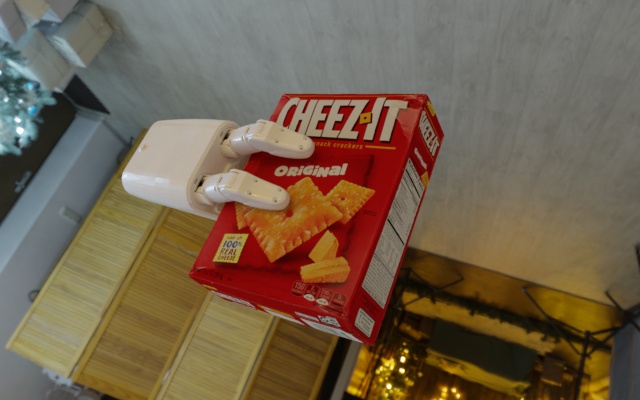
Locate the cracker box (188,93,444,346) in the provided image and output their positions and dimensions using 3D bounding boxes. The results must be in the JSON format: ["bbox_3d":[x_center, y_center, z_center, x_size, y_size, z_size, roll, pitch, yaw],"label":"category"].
[{"bbox_3d":[0.000,0.002,0.438,0.164,0.213,0.072,9,-26,32],"label":"cracker box"}]
